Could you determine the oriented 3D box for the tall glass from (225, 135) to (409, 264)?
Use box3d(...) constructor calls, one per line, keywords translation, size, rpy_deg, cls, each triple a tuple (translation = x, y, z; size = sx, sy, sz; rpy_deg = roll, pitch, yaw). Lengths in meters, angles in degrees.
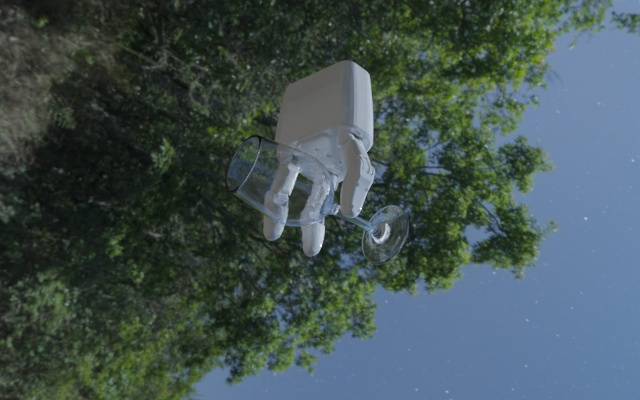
box3d(translation=(0.001, 0.002, 0.513), size=(0.201, 0.079, 0.079), rpy_deg=(27, -15, -32), cls="tall glass")
